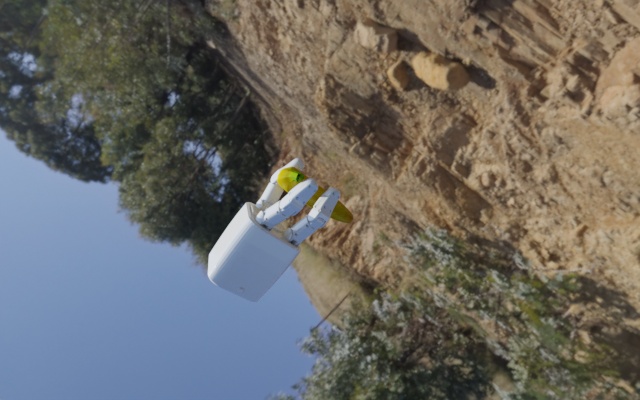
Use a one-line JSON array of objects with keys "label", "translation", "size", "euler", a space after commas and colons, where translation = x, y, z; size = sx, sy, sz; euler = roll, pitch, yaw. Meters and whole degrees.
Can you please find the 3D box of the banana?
[{"label": "banana", "translation": [-0.014, -0.009, 0.724], "size": [0.069, 0.037, 0.198], "euler": [40, 3, 32]}]
